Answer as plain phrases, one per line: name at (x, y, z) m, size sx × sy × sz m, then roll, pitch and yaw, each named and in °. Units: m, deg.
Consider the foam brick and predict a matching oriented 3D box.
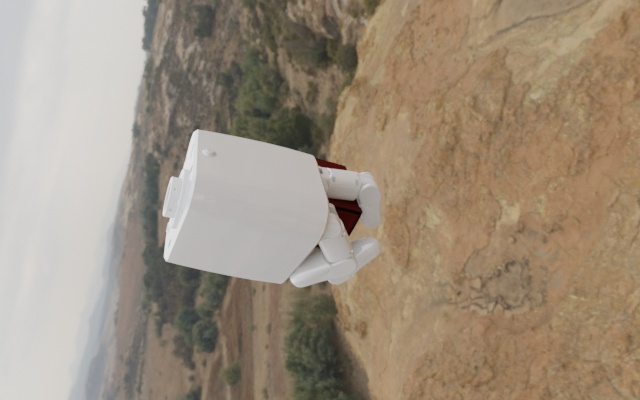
foam brick at (0.000, 0.001, 0.466) m, size 0.051 × 0.053 × 0.078 m, roll 12°, pitch 34°, yaw -21°
